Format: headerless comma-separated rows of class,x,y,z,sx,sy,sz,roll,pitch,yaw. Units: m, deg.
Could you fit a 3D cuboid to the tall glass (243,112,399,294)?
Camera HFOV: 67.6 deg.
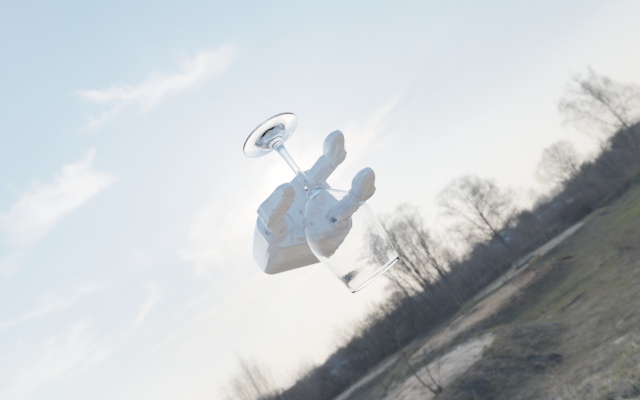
tall glass,0.000,0.001,0.520,0.079,0.201,0.079,-34,-16,-11
